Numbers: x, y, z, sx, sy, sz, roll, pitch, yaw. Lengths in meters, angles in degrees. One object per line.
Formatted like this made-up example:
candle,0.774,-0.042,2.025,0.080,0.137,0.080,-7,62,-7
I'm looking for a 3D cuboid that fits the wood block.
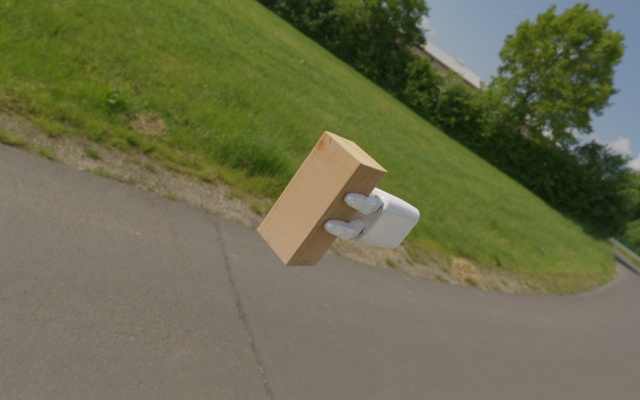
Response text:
wood block,0.000,0.002,0.787,0.090,0.206,0.090,46,20,30
